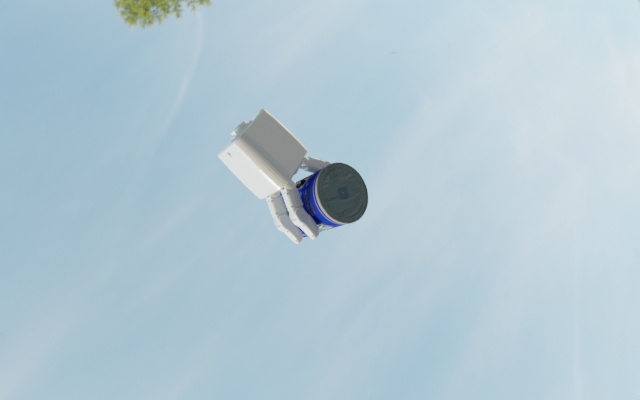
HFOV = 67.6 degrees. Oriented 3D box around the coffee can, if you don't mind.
[{"bbox_3d":[0.000,0.003,0.830,0.103,0.102,0.140,0,-13,-34],"label":"coffee can"}]
